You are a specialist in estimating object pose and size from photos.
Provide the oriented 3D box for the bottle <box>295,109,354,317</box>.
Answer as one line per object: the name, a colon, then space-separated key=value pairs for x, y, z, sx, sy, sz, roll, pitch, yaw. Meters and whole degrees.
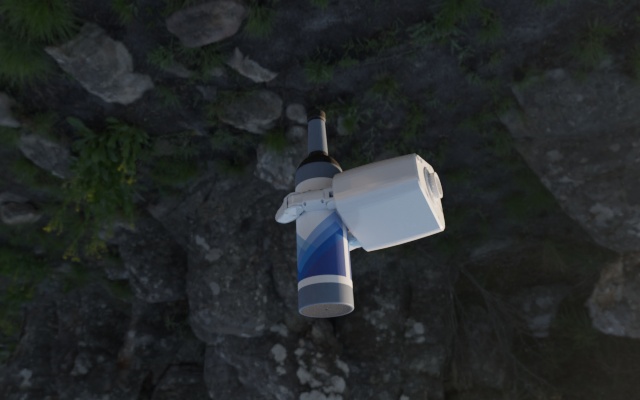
bottle: x=0.000 y=0.002 z=0.640 sx=0.069 sy=0.295 sz=0.069 roll=-2 pitch=-28 yaw=-1
